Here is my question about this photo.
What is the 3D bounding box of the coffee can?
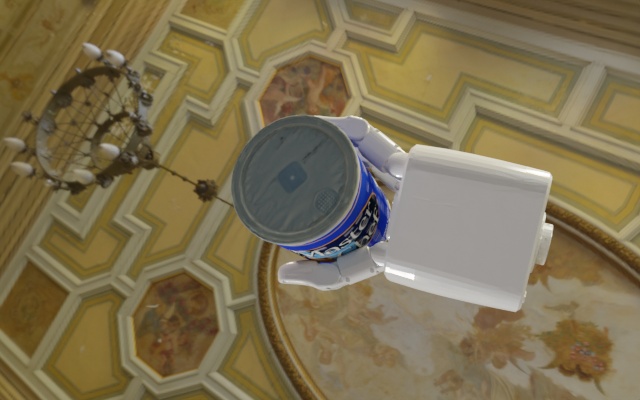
[{"bbox_3d":[0.000,0.001,0.420,0.103,0.102,0.140,0,-16,19],"label":"coffee can"}]
